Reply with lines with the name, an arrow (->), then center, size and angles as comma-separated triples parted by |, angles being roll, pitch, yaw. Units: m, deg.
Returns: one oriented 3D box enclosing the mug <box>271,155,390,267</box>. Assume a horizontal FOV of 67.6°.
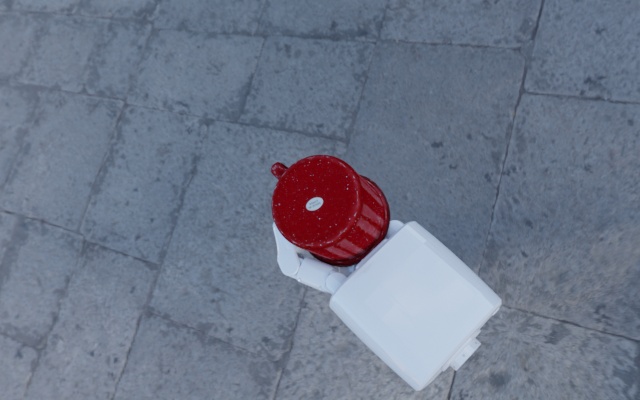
mug -> -0.001, 0.000, 0.431 | 0.117, 0.093, 0.081 | 42, 3, 24
